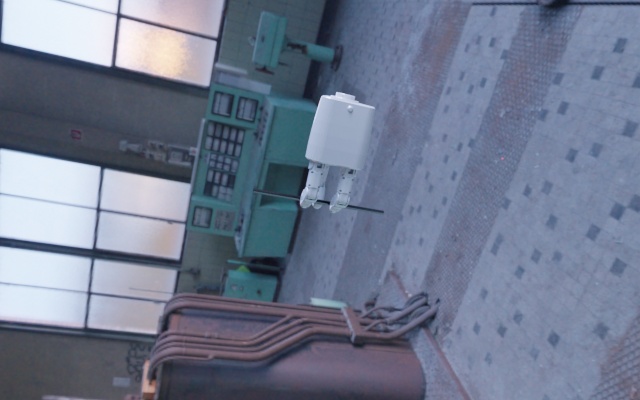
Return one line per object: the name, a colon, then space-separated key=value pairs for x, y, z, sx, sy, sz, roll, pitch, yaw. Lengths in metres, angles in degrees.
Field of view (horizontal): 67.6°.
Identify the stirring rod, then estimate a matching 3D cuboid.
stirring rod: x=0.000 y=0.003 z=0.848 sx=0.239 sy=0.011 sz=0.011 roll=10 pitch=-3 yaw=-14
